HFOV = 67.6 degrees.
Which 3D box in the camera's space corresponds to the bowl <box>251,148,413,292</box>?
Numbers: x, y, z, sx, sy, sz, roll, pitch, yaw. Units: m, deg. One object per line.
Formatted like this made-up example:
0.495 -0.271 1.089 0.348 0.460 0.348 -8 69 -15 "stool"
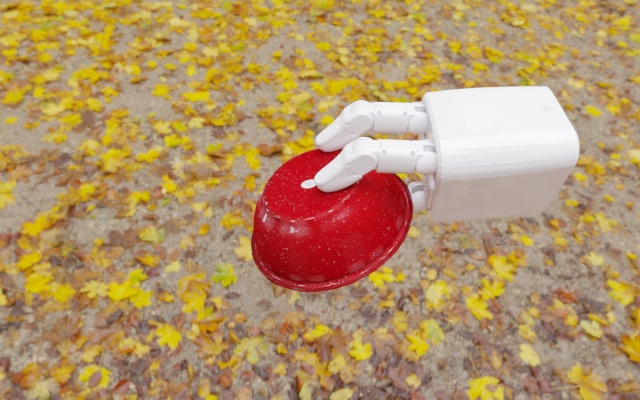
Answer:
-0.001 0.002 0.438 0.162 0.162 0.055 0 -43 26 "bowl"
